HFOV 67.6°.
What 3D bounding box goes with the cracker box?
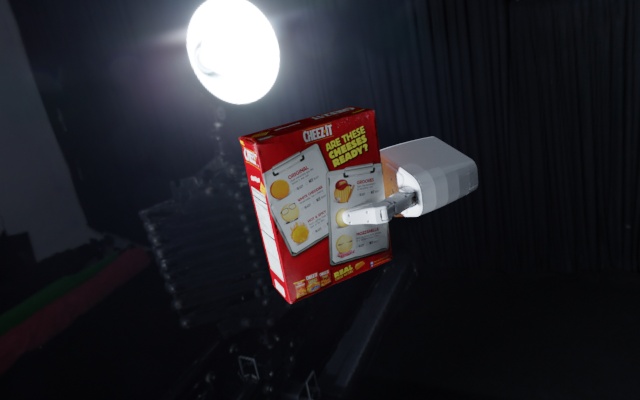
[{"bbox_3d":[0.000,0.002,0.621,0.164,0.214,0.072,-20,23,-23],"label":"cracker box"}]
